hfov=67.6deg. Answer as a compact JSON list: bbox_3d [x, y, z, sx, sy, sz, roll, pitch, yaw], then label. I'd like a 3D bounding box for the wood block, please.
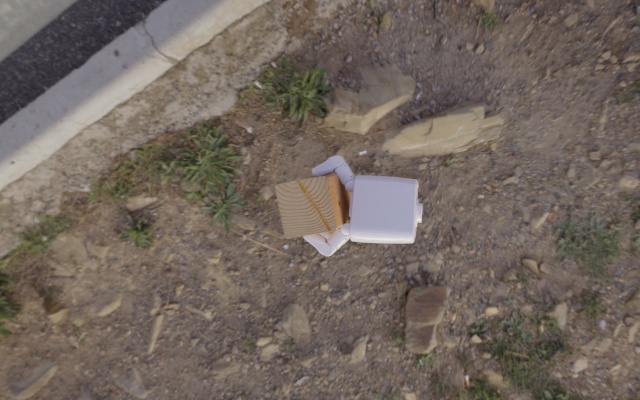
[{"bbox_3d":[0.000,0.002,0.851,0.090,0.091,0.206,-10,2,14],"label":"wood block"}]
